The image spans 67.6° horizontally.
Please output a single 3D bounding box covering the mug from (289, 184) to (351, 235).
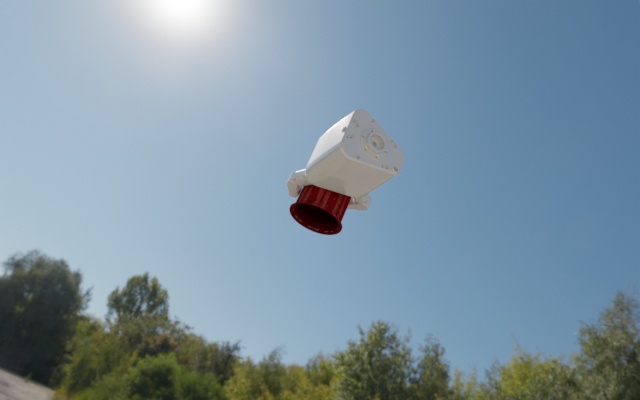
[{"bbox_3d":[0.000,0.003,0.813,0.093,0.081,0.117,33,-30,-16],"label":"mug"}]
